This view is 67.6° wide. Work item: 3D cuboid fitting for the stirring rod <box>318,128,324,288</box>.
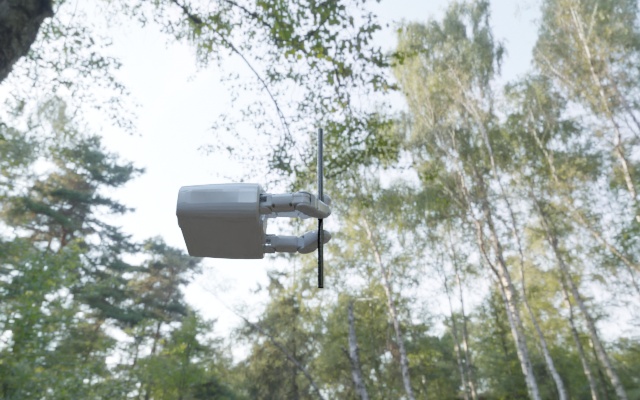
[{"bbox_3d":[0.000,0.002,0.654,0.011,0.239,0.011,0,-27,0],"label":"stirring rod"}]
